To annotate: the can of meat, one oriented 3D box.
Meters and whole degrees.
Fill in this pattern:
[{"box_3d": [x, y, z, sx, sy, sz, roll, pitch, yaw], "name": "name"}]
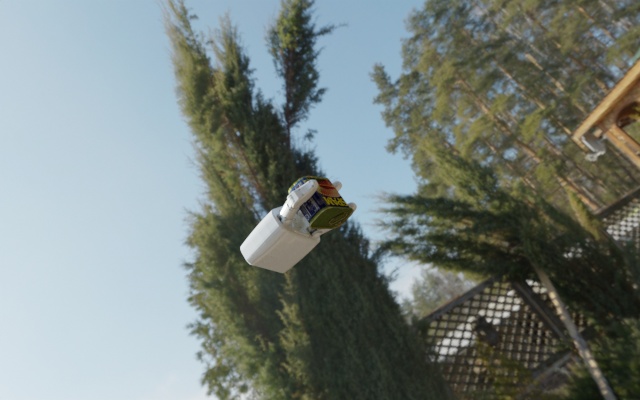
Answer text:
[{"box_3d": [0.000, 0.003, 0.880, 0.057, 0.084, 0.102, -47, -27, 24], "name": "can of meat"}]
